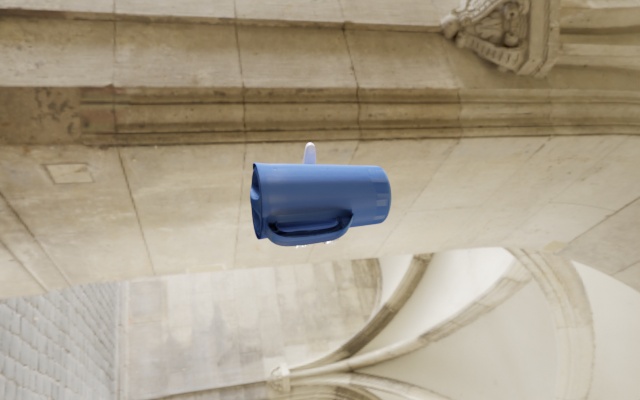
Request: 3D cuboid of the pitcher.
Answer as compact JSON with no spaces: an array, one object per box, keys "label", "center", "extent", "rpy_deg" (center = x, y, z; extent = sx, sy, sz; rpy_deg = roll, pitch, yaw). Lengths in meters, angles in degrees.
[{"label":"pitcher","center":[0.000,0.003,0.848],"extent":[0.243,0.149,0.145],"rpy_deg":[-3,-6,-15]}]
